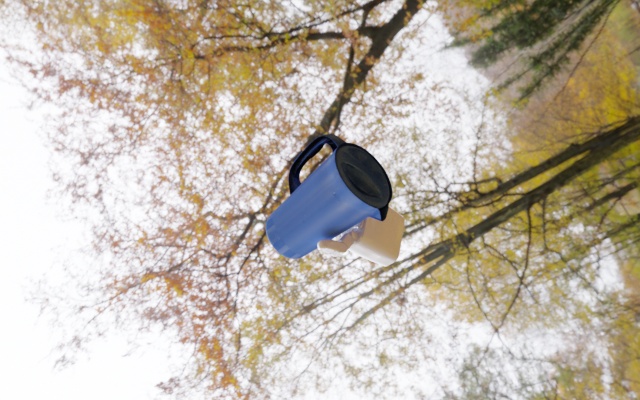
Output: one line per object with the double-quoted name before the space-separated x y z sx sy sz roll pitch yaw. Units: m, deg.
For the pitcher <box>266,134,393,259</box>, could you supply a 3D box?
"pitcher" 0.000 0.003 0.888 0.145 0.149 0.243 28 -47 -28
